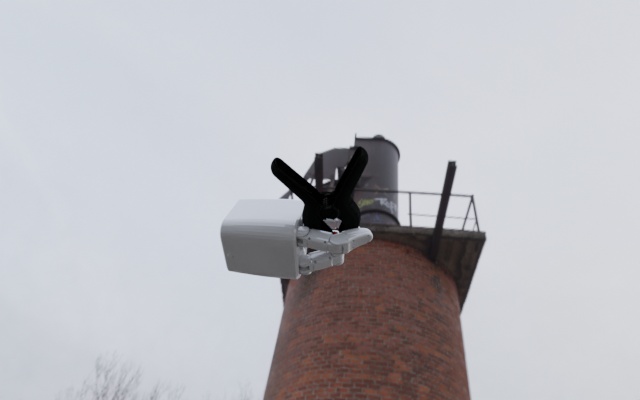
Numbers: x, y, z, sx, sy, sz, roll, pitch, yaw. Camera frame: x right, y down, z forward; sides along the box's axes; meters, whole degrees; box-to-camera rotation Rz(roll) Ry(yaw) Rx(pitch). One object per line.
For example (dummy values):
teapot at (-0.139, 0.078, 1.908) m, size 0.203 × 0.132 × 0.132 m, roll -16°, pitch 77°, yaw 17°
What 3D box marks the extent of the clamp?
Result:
clamp at (0.000, 0.002, 0.630) m, size 0.120 × 0.172 × 0.039 m, roll 4°, pitch 39°, yaw 7°
